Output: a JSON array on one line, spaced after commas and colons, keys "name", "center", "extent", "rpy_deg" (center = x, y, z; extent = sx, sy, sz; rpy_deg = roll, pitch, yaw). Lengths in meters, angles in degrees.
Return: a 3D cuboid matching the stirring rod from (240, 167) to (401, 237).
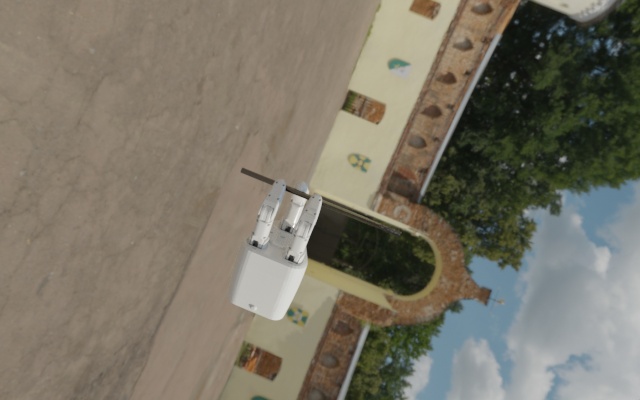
[{"name": "stirring rod", "center": [0.000, 0.002, 0.670], "extent": [0.239, 0.011, 0.011], "rpy_deg": [22, 1, 2]}]
